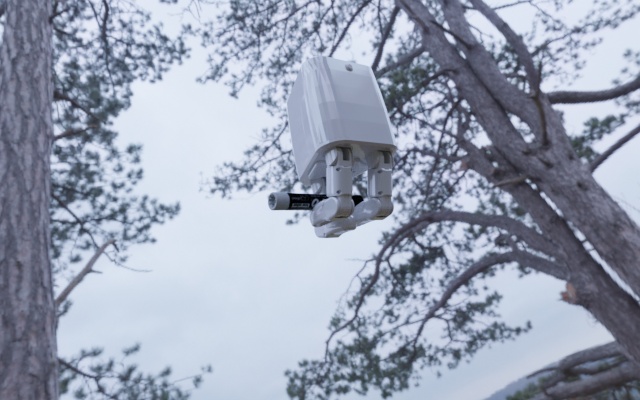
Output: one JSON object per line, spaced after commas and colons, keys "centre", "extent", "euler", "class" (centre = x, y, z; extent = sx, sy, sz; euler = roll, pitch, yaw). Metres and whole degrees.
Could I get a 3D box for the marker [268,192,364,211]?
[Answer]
{"centre": [0.000, 0.002, 0.515], "extent": [0.121, 0.020, 0.020], "euler": [1, -1, -36], "class": "marker"}
